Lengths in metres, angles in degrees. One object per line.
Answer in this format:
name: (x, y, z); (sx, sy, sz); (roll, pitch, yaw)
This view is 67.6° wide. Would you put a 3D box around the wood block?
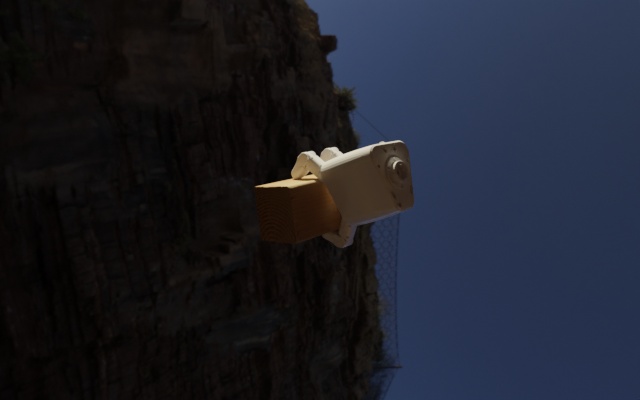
wood block: (0.001, 0.003, 0.812); (0.206, 0.091, 0.090); (-14, 11, -43)
